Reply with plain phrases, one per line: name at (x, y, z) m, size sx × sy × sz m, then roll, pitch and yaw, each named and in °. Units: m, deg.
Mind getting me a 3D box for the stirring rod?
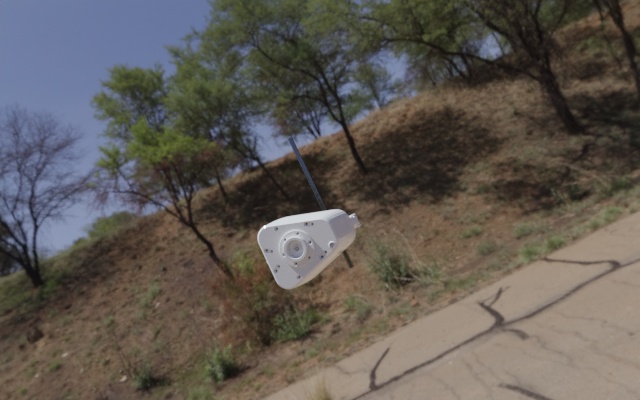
stirring rod at (0.000, 0.003, 0.800) m, size 0.011 × 0.239 × 0.011 m, roll -25°, pitch -4°, yaw -2°
